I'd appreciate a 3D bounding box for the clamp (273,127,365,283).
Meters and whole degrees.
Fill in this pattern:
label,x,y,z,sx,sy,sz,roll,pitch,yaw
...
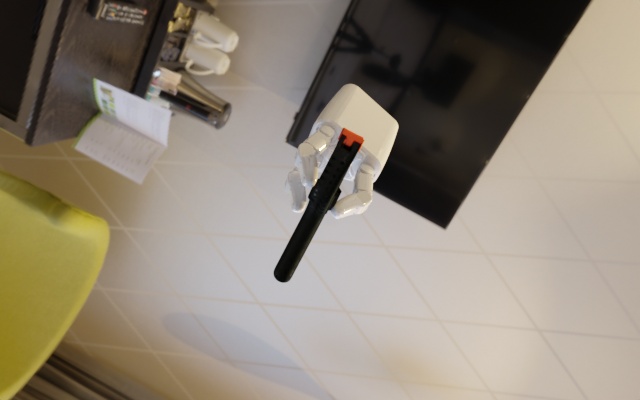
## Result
label,x,y,z,sx,sy,sz,roll,pitch,yaw
clamp,0.001,0.002,0.602,0.036,0.164,0.210,27,-41,1
